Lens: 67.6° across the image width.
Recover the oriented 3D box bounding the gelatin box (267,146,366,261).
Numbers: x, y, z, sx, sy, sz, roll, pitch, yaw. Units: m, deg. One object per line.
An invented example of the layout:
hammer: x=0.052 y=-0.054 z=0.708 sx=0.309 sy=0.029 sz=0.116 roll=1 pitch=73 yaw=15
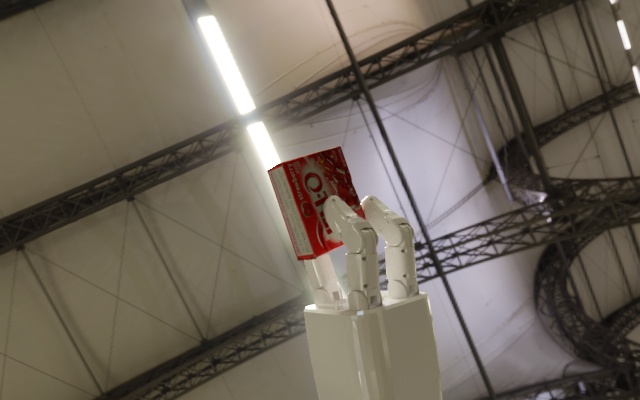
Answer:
gelatin box: x=0.000 y=0.001 z=0.437 sx=0.073 sy=0.089 sz=0.030 roll=-21 pitch=2 yaw=-40
